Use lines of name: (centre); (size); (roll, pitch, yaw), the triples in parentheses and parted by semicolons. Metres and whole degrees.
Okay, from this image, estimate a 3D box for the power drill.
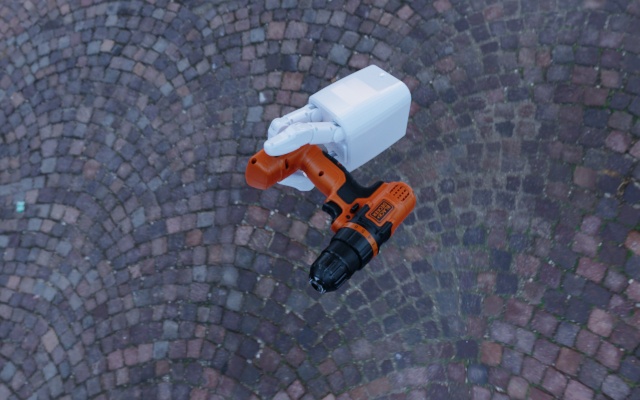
power drill: (0.000, 0.001, 0.583); (0.184, 0.187, 0.057); (-41, -17, -34)
